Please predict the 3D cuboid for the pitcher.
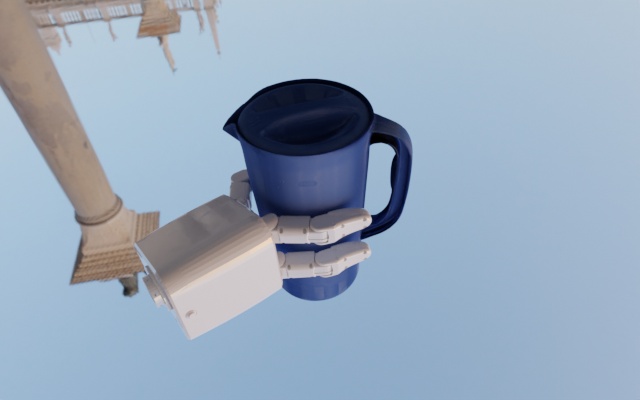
[{"bbox_3d":[0.000,0.002,0.528,0.145,0.243,0.149,-29,48,-24],"label":"pitcher"}]
